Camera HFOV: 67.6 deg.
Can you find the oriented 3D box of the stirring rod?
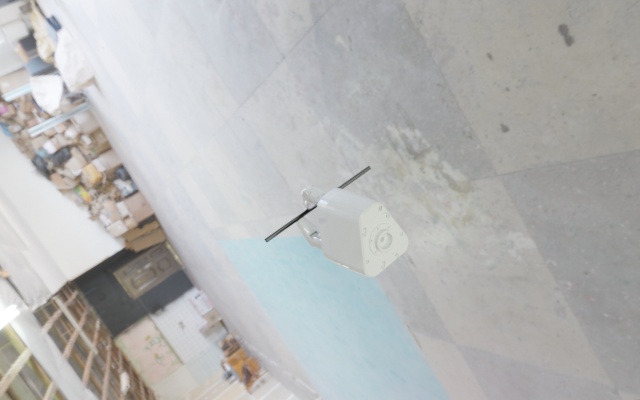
[{"bbox_3d":[0.000,0.003,0.838,0.239,0.011,0.011,-35,15,-23],"label":"stirring rod"}]
